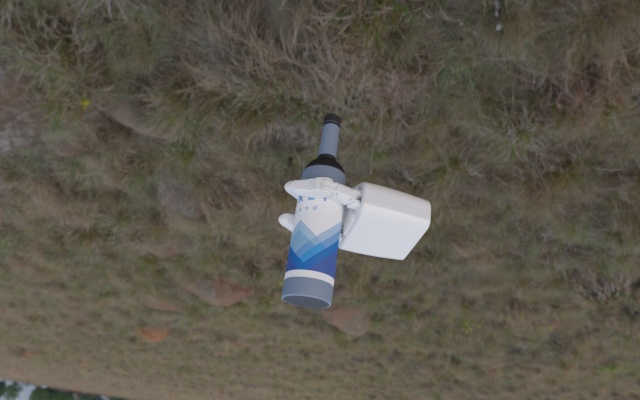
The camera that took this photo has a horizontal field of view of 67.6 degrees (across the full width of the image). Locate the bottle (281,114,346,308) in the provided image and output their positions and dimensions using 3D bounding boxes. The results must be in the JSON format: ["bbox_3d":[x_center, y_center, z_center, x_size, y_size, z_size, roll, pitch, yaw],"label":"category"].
[{"bbox_3d":[0.000,0.002,0.692,0.069,0.295,0.069,7,-25,3],"label":"bottle"}]
